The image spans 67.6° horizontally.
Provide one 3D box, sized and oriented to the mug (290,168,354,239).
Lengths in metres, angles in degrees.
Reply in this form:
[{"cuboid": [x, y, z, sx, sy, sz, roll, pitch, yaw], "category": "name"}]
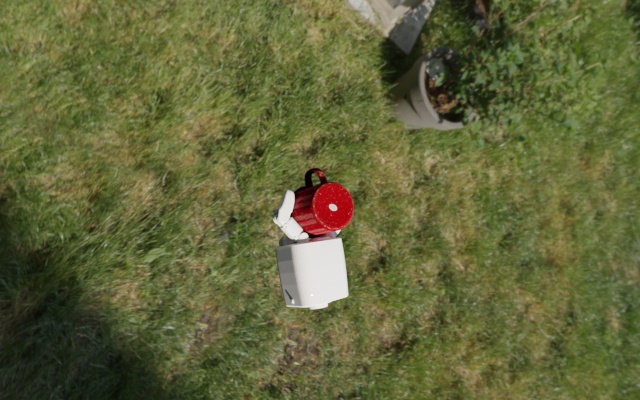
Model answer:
[{"cuboid": [0.000, 0.001, 0.802, 0.093, 0.117, 0.081, -7, -4, -31], "category": "mug"}]
